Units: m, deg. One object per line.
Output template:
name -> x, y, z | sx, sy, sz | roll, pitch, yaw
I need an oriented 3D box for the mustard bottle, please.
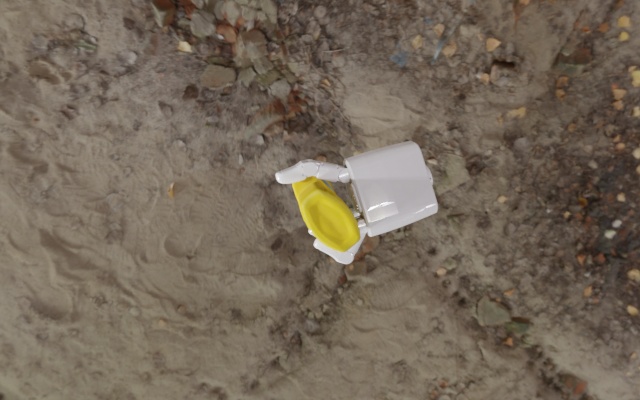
mustard bottle -> 0.000, 0.003, 0.699 | 0.058, 0.096, 0.191 | -41, 18, 4
